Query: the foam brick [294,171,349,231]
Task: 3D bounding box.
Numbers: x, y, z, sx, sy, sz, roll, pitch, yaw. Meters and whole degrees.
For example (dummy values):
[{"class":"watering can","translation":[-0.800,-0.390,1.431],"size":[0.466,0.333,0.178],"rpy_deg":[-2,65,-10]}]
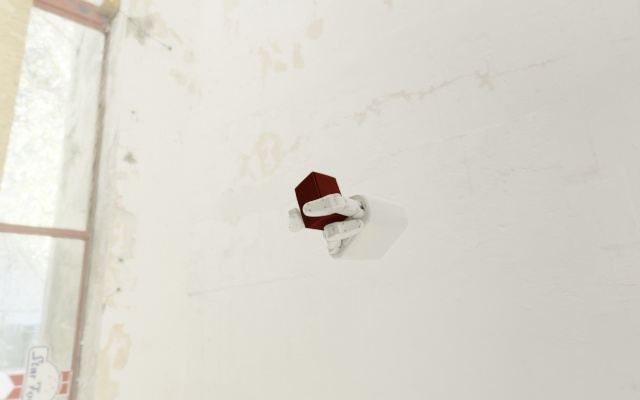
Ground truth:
[{"class":"foam brick","translation":[0.000,0.002,0.762],"size":[0.051,0.078,0.053],"rpy_deg":[10,-37,-41]}]
